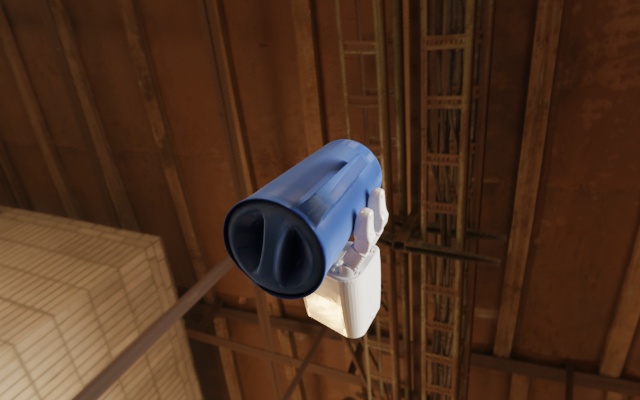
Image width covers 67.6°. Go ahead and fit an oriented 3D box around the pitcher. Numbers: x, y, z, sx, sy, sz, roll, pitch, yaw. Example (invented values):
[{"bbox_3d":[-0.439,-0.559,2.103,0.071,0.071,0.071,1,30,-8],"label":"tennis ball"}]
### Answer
[{"bbox_3d":[0.000,0.002,0.622,0.149,0.145,0.242,5,29,26],"label":"pitcher"}]
